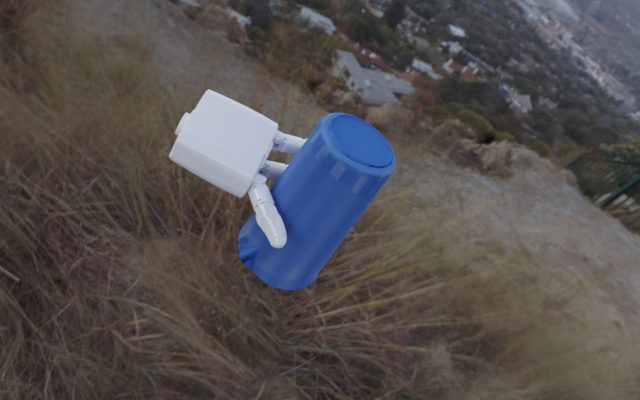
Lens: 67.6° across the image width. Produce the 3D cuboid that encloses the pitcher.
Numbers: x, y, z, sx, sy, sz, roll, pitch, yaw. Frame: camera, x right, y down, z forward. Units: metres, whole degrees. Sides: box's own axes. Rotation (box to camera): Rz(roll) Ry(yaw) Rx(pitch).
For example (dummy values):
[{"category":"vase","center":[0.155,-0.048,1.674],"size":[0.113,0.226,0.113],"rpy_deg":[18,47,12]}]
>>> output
[{"category":"pitcher","center":[0.000,0.002,0.652],"size":[0.145,0.243,0.149],"rpy_deg":[28,39,-11]}]
